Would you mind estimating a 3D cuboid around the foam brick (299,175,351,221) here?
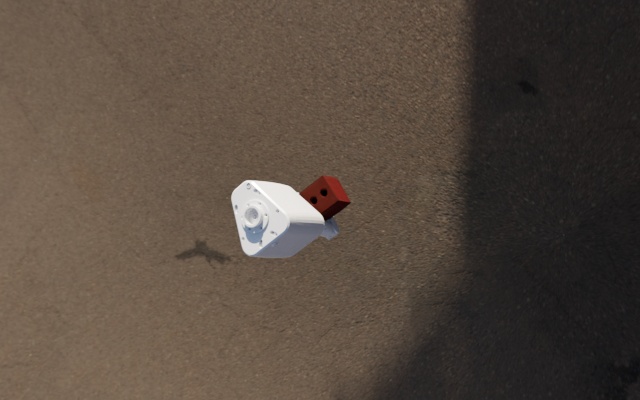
[{"bbox_3d":[0.000,0.002,0.792,0.078,0.053,0.051,-38,-21,19],"label":"foam brick"}]
